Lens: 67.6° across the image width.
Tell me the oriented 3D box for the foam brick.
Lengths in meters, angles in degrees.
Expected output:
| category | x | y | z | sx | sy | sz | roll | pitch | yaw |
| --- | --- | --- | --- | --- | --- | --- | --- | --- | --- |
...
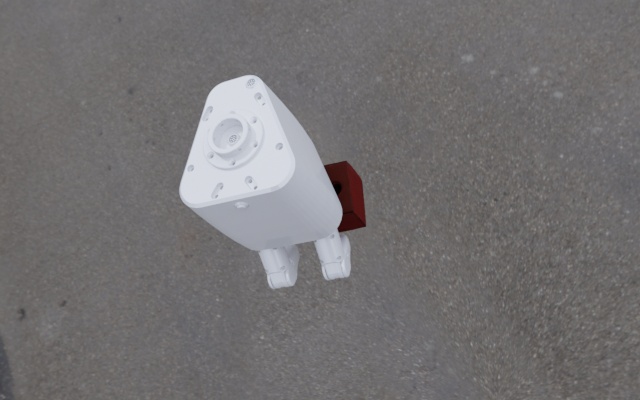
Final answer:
| category | x | y | z | sx | sy | sz | roll | pitch | yaw |
| --- | --- | --- | --- | --- | --- | --- | --- | --- | --- |
| foam brick | 0.000 | 0.001 | 0.464 | 0.078 | 0.053 | 0.051 | -12 | -24 | 15 |
